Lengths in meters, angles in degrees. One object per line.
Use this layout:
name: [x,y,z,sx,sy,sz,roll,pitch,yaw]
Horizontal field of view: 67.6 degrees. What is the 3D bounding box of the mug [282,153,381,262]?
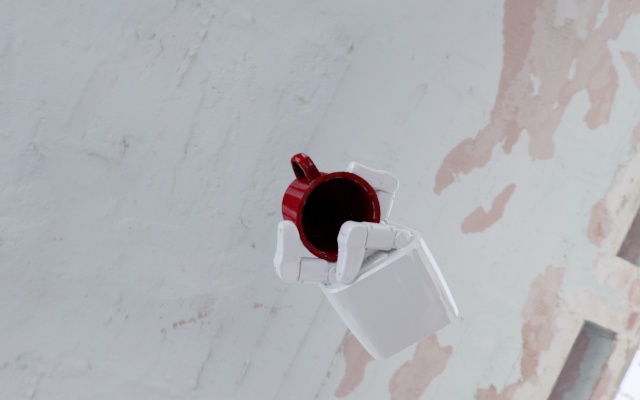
mug: [-0.001,0.001,0.516,0.093,0.117,0.081,-35,18,-12]
